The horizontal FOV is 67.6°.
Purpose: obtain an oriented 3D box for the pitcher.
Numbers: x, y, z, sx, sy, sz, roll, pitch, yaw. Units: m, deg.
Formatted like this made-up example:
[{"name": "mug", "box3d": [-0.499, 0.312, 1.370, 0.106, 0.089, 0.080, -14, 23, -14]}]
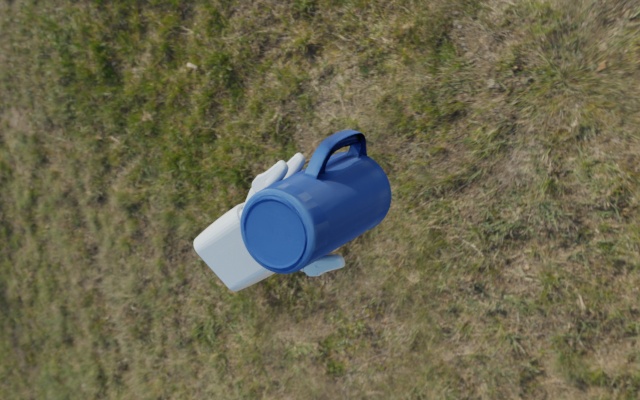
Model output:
[{"name": "pitcher", "box3d": [0.000, 0.002, 0.667, 0.145, 0.149, 0.243, -30, -2, 30]}]
